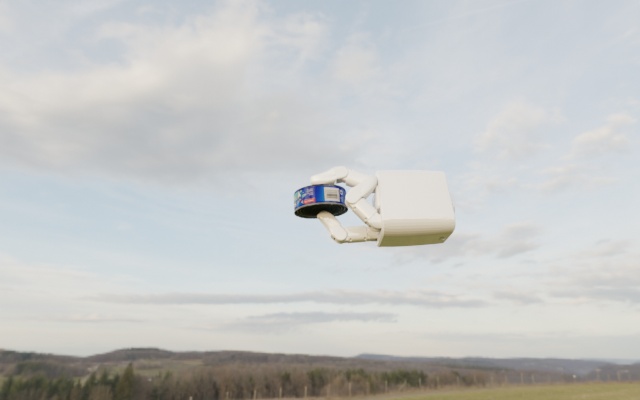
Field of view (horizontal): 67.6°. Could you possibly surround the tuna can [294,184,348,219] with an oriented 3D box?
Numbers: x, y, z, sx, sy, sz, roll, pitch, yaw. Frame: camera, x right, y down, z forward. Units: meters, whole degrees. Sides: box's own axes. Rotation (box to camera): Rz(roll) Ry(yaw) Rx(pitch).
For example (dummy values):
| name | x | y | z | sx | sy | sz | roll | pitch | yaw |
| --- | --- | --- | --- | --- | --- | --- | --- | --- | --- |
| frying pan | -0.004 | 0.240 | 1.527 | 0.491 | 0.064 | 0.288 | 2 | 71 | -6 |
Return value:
| name | x | y | z | sx | sy | sz | roll | pitch | yaw |
| --- | --- | --- | --- | --- | --- | --- | --- | --- | --- |
| tuna can | 0.000 | 0.002 | 0.757 | 0.086 | 0.033 | 0.086 | -4 | -17 | -1 |
